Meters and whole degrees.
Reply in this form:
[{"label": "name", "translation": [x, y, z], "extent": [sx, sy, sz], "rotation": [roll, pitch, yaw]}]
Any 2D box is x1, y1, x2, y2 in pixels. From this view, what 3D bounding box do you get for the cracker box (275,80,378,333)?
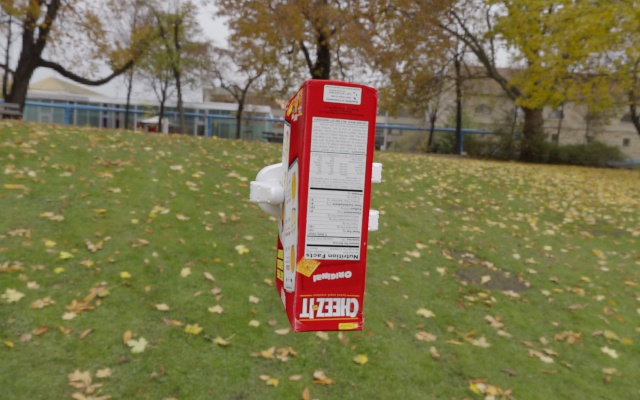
[{"label": "cracker box", "translation": [0.000, 0.001, 0.477], "extent": [0.072, 0.214, 0.164], "rotation": [2, 4, -10]}]
